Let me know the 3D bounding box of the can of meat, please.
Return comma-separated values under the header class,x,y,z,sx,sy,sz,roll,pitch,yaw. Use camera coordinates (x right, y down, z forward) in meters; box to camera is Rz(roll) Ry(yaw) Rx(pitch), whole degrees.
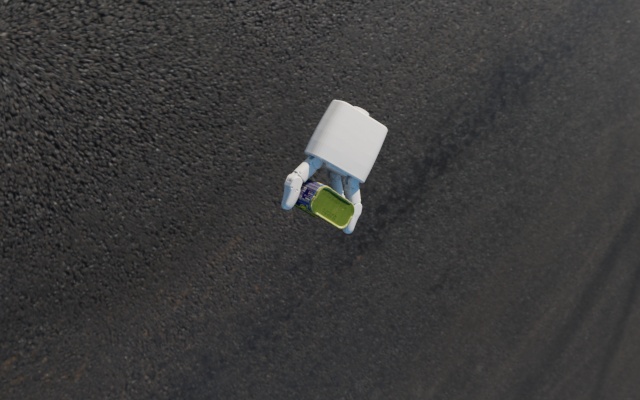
class,x,y,z,sx,sy,sz,roll,pitch,yaw
can of meat,0.000,0.003,0.839,0.102,0.057,0.084,32,-5,-38
